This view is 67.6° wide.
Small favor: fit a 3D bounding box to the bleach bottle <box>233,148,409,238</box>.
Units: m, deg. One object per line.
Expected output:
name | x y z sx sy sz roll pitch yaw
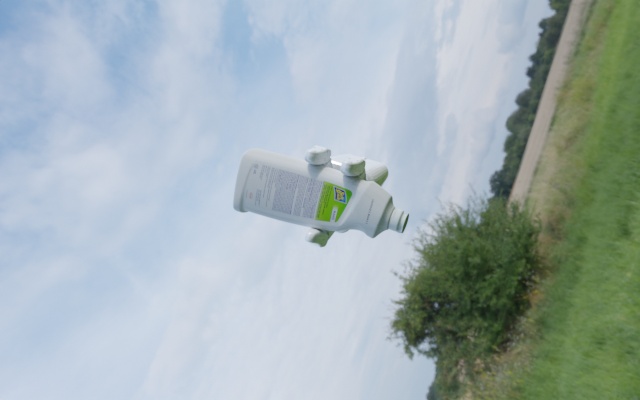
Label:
bleach bottle | 0.000 0.002 0.686 0.251 0.102 0.068 18 18 18
